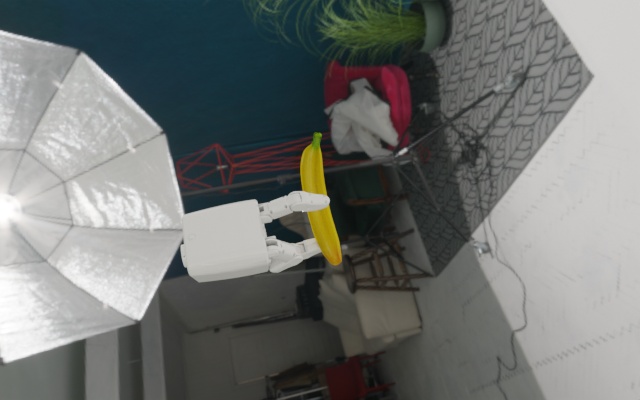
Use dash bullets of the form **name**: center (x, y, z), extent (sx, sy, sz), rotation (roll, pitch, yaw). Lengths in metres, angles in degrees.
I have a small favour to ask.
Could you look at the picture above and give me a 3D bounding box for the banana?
- **banana**: center (-0.003, 0.002, 0.724), extent (0.037, 0.198, 0.069), rotation (-10, -6, -9)
